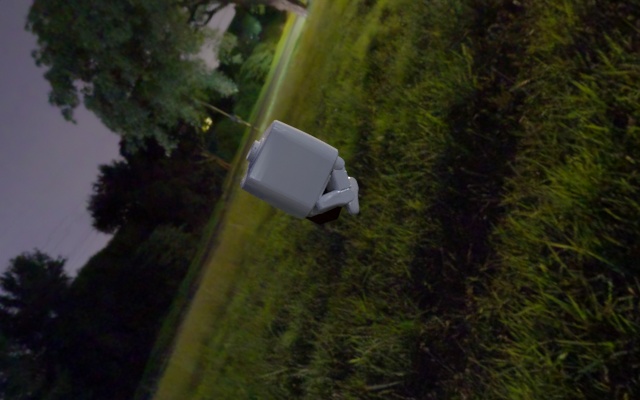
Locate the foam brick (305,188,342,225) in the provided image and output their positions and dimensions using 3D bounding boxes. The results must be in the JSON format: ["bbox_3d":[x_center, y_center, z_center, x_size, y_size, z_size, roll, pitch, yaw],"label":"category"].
[{"bbox_3d":[0.000,0.003,0.781,0.051,0.053,0.078,26,-18,-15],"label":"foam brick"}]
